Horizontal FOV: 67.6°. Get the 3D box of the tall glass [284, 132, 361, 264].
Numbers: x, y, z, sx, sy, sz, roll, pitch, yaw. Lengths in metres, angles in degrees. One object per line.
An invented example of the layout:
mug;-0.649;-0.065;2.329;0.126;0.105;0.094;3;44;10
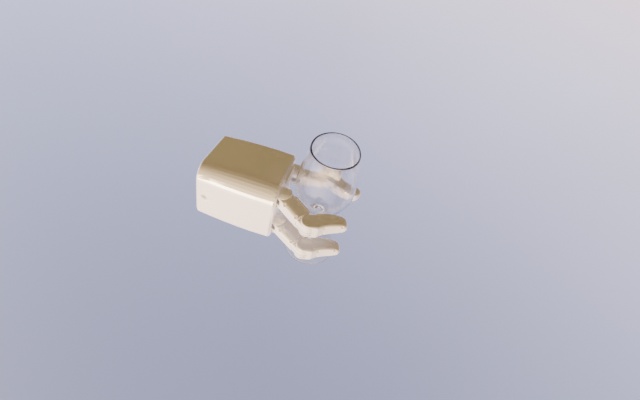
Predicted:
tall glass;0.000;0.003;0.638;0.079;0.079;0.201;0;-38;-14
